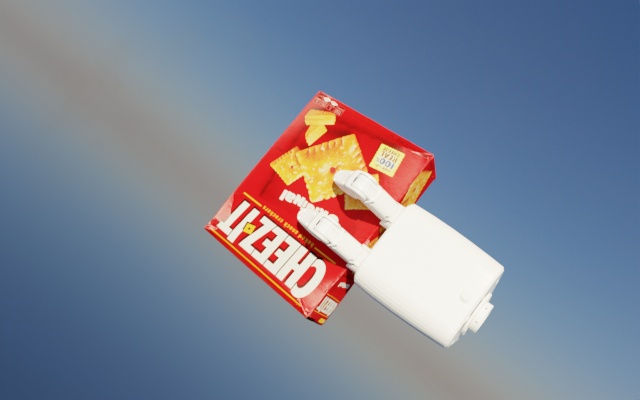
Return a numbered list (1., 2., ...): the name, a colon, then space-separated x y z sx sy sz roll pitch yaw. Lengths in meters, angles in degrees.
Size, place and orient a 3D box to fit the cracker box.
1. cracker box: 0.000 0.002 0.538 0.164 0.213 0.072 36 -8 24
